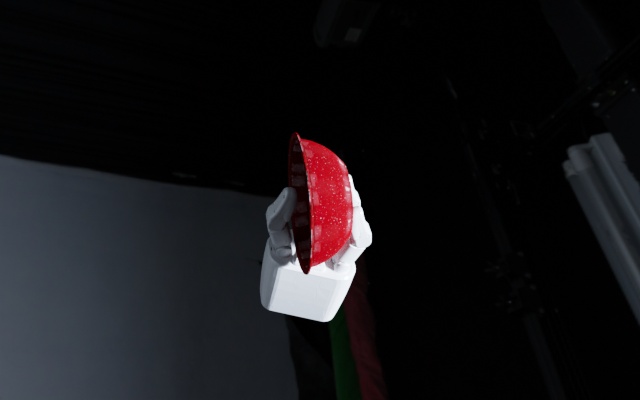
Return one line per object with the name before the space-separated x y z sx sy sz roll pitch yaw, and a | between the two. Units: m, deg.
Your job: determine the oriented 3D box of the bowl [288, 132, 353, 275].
bowl | 0.001 0.001 0.547 0.055 0.162 0.162 -5 1 -10
